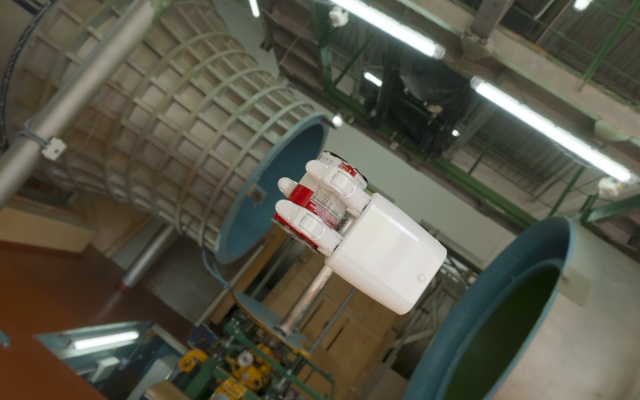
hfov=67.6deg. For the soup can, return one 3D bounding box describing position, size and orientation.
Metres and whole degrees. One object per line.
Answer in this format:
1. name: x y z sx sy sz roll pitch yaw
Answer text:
1. soup can: 0.000 0.001 0.552 0.068 0.102 0.068 36 -7 5
